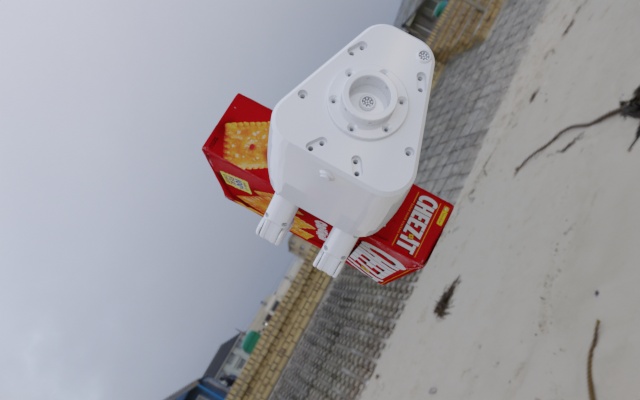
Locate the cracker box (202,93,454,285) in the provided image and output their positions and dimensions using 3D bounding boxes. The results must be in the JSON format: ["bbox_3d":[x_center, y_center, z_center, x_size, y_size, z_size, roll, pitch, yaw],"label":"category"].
[{"bbox_3d":[0.000,0.001,0.479,0.213,0.072,0.164,29,-14,4],"label":"cracker box"}]
